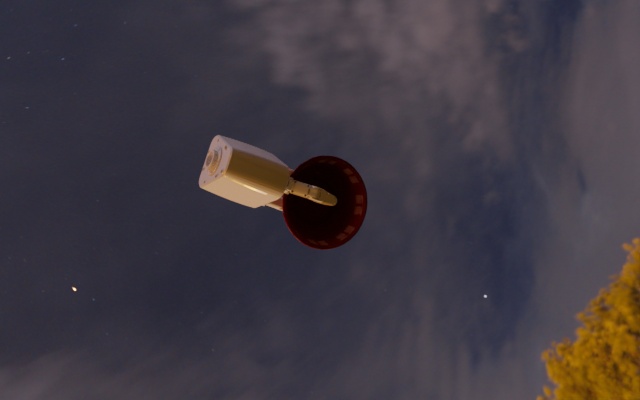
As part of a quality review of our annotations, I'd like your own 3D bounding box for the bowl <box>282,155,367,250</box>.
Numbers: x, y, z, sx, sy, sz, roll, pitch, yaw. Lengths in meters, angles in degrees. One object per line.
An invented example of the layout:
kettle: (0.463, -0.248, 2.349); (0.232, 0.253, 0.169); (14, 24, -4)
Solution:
bowl: (0.001, 0.003, 0.839); (0.162, 0.162, 0.055); (0, 2, -24)
